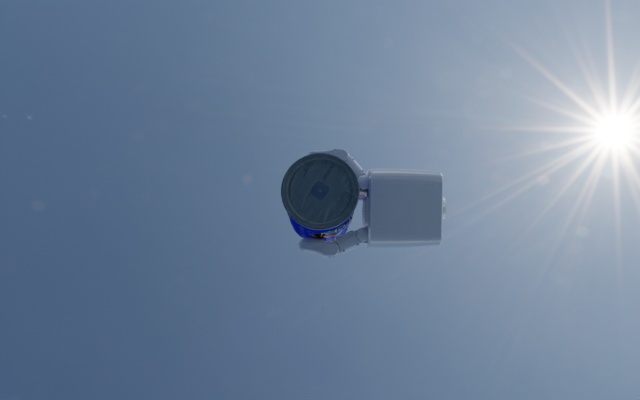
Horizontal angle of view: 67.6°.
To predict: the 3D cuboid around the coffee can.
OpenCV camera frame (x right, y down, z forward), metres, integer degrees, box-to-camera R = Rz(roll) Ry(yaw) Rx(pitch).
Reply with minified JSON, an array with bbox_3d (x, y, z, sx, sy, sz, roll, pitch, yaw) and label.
[{"bbox_3d":[0.000,0.002,0.686,0.103,0.102,0.140,0,-13,0],"label":"coffee can"}]
